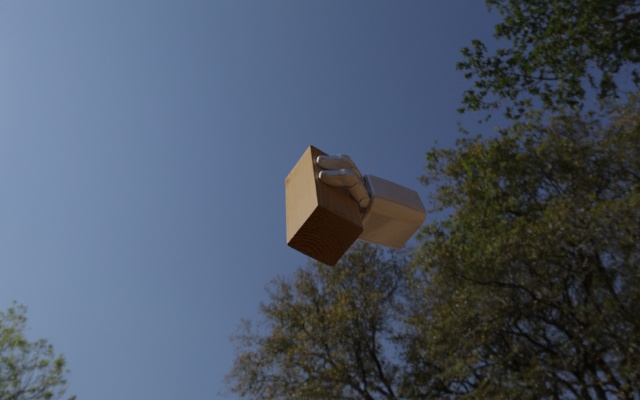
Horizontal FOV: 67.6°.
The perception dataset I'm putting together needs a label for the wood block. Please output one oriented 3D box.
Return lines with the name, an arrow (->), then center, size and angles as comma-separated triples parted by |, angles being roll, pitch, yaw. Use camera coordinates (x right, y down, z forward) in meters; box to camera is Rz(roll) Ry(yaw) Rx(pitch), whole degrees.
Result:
wood block -> 0.000, 0.003, 0.821 | 0.090, 0.091, 0.206 | 28, 25, -20
